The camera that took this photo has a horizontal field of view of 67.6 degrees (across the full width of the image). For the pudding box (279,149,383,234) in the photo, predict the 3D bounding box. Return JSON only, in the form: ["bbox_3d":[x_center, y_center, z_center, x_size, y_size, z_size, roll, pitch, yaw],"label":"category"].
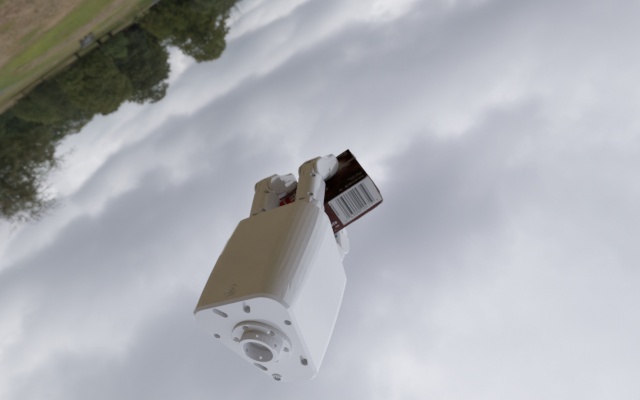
[{"bbox_3d":[0.000,0.002,0.495,0.113,0.039,0.090,-31,25,4],"label":"pudding box"}]
